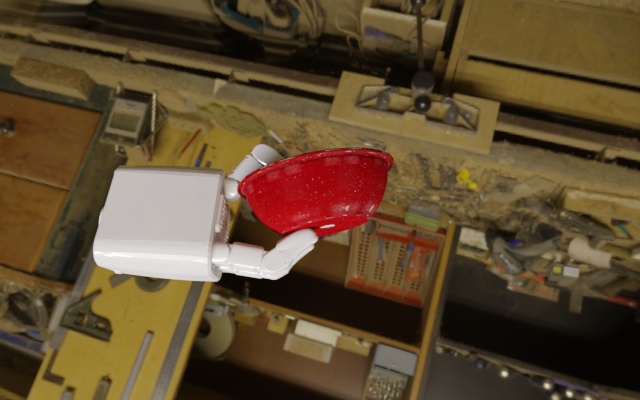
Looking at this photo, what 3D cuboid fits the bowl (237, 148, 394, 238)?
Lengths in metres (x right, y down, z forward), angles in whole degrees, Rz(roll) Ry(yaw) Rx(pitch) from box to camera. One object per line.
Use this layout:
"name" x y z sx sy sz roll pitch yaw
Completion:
"bowl" 0.001 0.002 0.482 0.162 0.055 0.162 -11 -13 -3
